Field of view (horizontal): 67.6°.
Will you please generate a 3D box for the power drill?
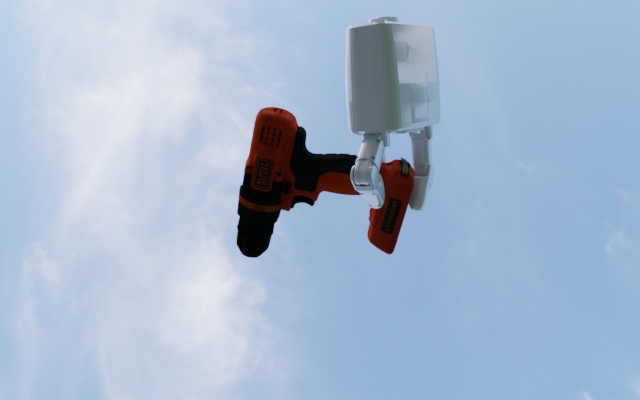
[{"bbox_3d":[0.001,0.002,0.542,0.187,0.184,0.057,14,26,0],"label":"power drill"}]
